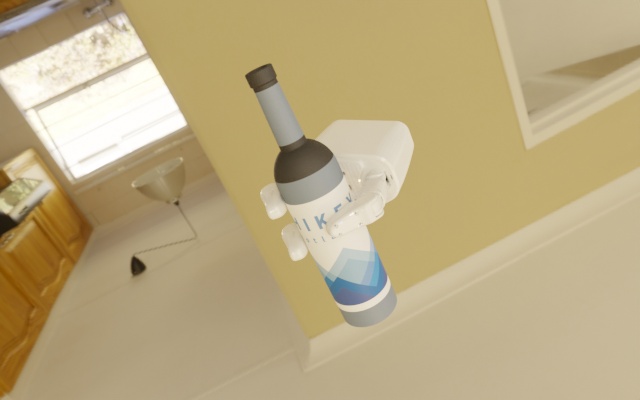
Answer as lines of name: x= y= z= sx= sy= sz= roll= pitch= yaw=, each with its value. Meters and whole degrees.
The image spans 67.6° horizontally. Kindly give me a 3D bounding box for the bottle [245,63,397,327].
bottle: x=0.000 y=0.002 z=0.497 sx=0.069 sy=0.296 sz=0.069 roll=-21 pitch=24 yaw=10
